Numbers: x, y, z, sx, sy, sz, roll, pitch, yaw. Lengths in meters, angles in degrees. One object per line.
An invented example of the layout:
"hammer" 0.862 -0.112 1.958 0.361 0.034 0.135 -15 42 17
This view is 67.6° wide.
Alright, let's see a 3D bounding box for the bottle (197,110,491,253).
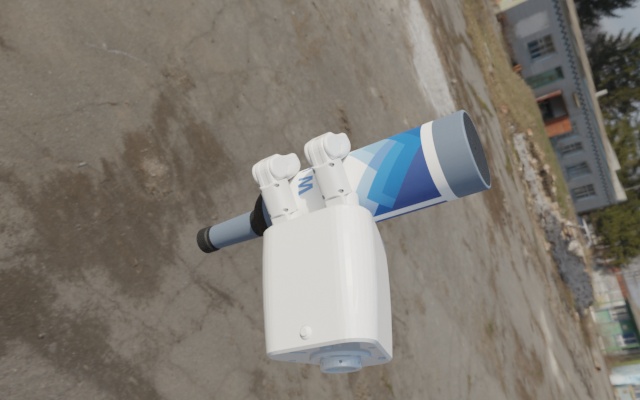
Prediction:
"bottle" 0.000 0.001 0.445 0.296 0.069 0.069 -19 -9 27
